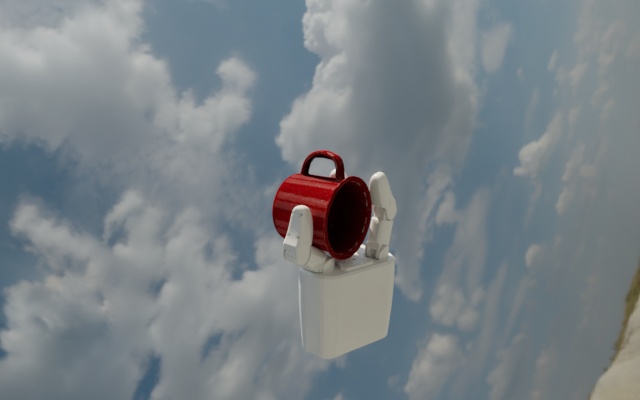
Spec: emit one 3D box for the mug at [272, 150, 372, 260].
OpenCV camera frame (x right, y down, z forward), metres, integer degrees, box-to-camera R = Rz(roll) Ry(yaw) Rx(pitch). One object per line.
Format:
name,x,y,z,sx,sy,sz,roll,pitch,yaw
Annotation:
mug,0.000,0.000,0.539,0.081,0.117,0.093,11,18,35
